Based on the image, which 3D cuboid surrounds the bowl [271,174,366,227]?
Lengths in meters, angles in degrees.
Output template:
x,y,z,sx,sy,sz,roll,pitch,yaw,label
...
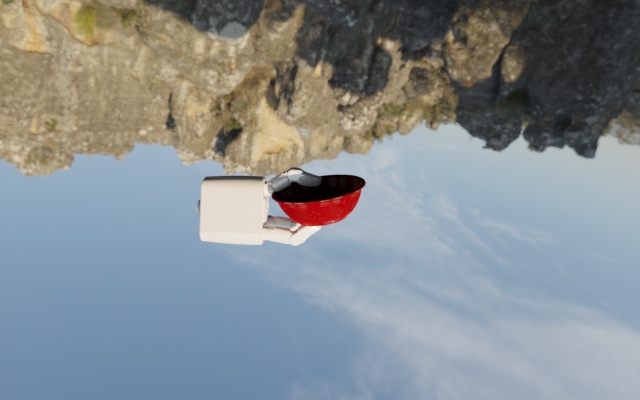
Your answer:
x,y,z,sx,sy,sz,roll,pitch,yaw,label
0.001,0.003,0.813,0.162,0.055,0.162,-8,17,3,bowl
